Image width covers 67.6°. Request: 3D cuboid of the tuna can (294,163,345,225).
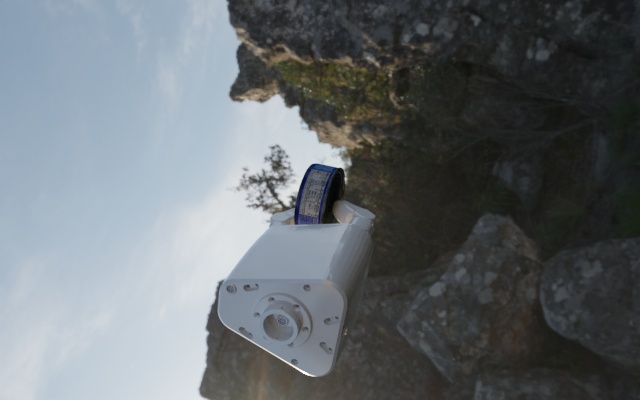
[{"bbox_3d":[0.000,0.002,0.539,0.034,0.086,0.086,12,3,14],"label":"tuna can"}]
